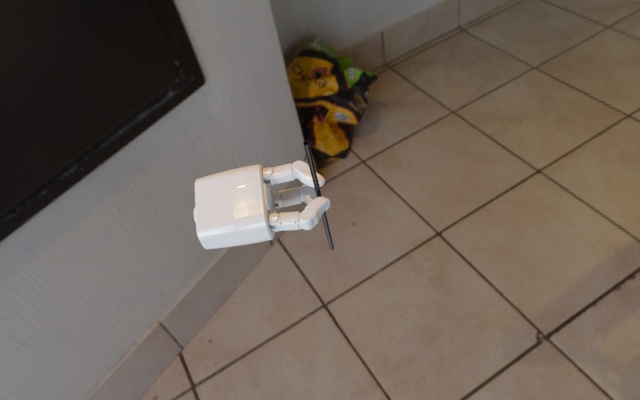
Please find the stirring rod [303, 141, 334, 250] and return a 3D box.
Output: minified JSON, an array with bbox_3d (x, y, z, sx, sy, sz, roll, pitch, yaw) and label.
[{"bbox_3d":[0.000,0.003,0.729,0.011,0.011,0.240,0,-41,12],"label":"stirring rod"}]
